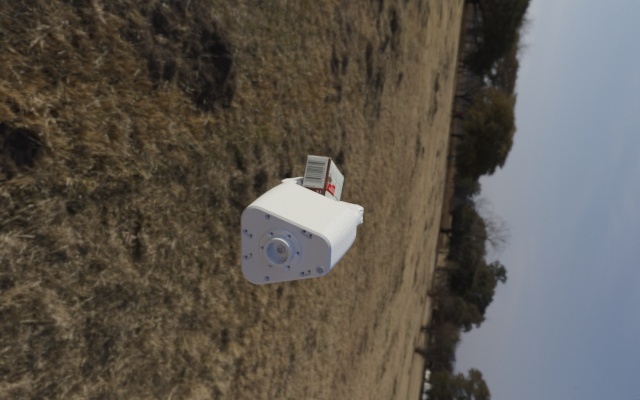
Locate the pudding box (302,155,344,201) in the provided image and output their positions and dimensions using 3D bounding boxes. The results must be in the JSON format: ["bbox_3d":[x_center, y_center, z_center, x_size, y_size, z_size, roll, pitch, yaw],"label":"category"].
[{"bbox_3d":[0.000,0.002,0.686,0.039,0.113,0.090,8,-12,16],"label":"pudding box"}]
